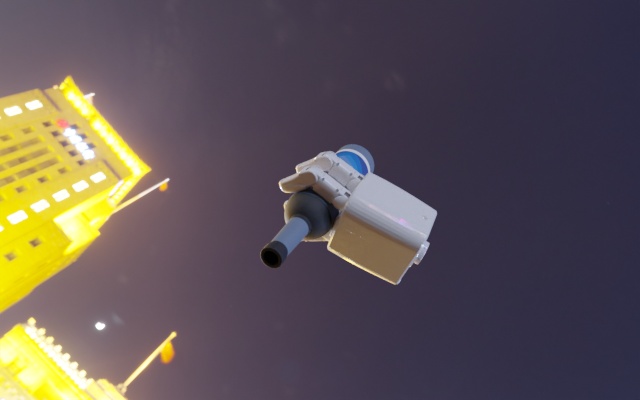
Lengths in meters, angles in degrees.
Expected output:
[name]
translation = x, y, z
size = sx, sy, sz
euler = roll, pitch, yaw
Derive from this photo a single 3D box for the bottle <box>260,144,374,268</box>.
[bottle]
translation = 0.000, 0.002, 0.645
size = 0.069, 0.069, 0.295
euler = 0, 25, 24
